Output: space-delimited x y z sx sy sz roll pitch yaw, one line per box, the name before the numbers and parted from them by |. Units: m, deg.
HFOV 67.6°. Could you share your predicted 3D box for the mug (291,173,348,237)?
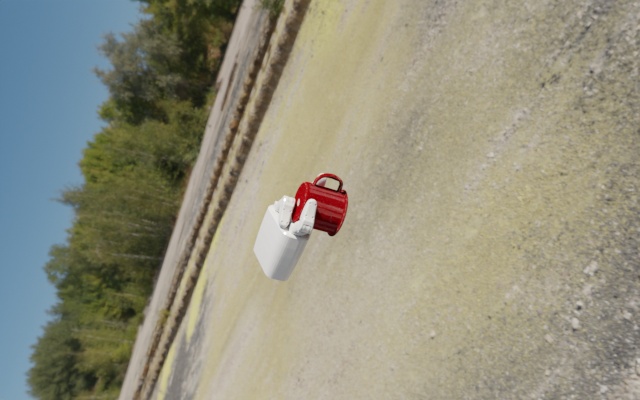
mug | 0.001 0.002 0.893 0.081 0.117 0.093 16 23 -18
